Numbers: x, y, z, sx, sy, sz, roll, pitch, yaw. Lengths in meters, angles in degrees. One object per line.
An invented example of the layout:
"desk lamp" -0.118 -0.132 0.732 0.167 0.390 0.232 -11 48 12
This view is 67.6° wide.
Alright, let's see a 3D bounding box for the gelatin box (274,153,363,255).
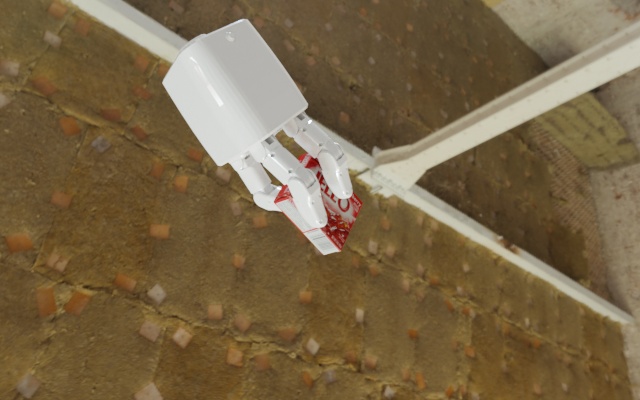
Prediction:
"gelatin box" 0.000 0.002 0.512 0.030 0.073 0.089 -17 -56 43
